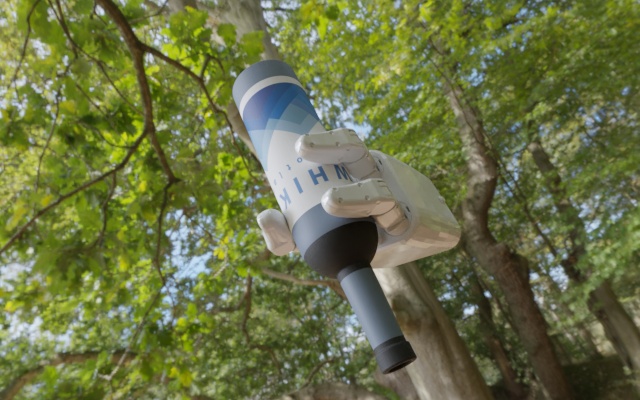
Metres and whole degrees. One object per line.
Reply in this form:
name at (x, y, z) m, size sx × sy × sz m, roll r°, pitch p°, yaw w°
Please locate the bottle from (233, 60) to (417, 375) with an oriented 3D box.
bottle at (0.000, 0.001, 0.408) m, size 0.069 × 0.295 × 0.069 m, roll -19°, pitch -29°, yaw -11°
